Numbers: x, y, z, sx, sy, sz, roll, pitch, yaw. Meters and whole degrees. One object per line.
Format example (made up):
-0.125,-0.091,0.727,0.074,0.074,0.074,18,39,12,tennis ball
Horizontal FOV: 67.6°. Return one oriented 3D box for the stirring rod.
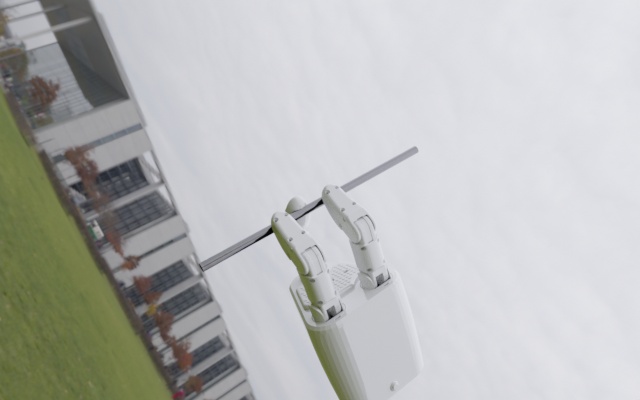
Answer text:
0.000,0.002,0.434,0.239,0.011,0.011,-29,13,-24,stirring rod
